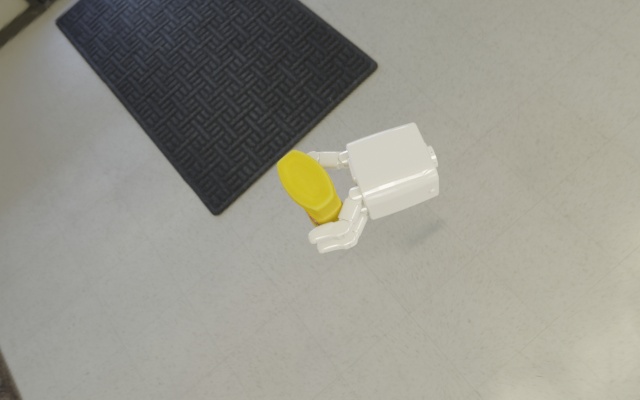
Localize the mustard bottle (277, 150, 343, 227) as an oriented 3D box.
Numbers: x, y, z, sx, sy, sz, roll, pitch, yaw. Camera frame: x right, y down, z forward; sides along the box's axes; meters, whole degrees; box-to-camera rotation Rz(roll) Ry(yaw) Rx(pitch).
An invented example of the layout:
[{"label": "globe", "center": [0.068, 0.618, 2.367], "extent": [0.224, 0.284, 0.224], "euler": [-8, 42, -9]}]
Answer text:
[{"label": "mustard bottle", "center": [0.000, 0.002, 0.701], "extent": [0.058, 0.096, 0.192], "euler": [-41, -23, -3]}]
